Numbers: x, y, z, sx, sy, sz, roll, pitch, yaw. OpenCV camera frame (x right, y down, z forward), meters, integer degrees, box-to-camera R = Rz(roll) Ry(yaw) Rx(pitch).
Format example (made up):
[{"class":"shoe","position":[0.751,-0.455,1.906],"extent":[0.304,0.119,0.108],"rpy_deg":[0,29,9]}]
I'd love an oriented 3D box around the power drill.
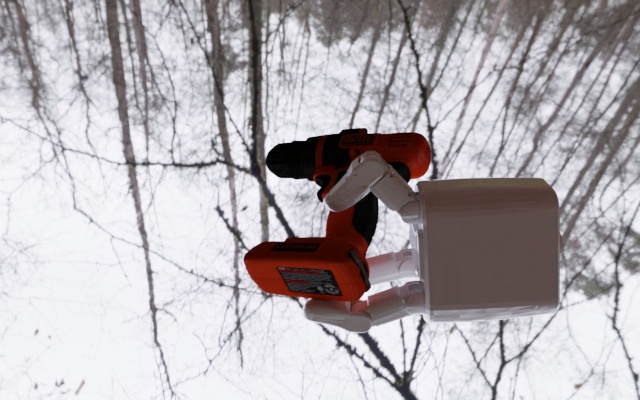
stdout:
[{"class":"power drill","position":[0.000,0.002,0.458],"extent":[0.184,0.187,0.057],"rpy_deg":[-1,-45,28]}]
